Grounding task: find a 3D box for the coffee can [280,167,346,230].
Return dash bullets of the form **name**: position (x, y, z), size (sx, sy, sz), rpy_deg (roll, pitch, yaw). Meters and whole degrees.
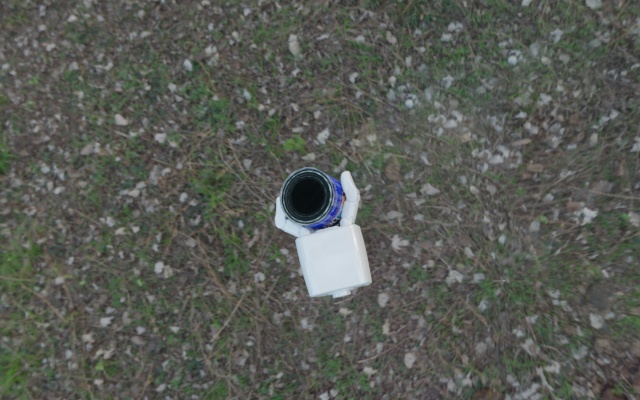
- **coffee can**: position (0.000, 0.003, 0.886), size (0.103, 0.103, 0.140), rpy_deg (0, -9, 21)
